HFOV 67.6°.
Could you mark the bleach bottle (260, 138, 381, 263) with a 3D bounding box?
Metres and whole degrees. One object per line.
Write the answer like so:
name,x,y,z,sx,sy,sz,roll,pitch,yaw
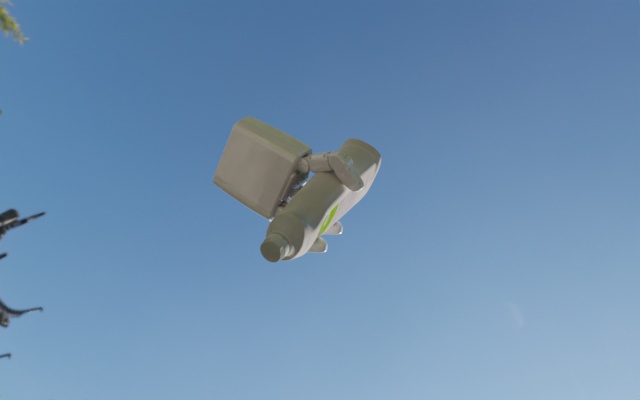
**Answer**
bleach bottle,0.000,0.002,0.645,0.068,0.103,0.250,30,35,13
